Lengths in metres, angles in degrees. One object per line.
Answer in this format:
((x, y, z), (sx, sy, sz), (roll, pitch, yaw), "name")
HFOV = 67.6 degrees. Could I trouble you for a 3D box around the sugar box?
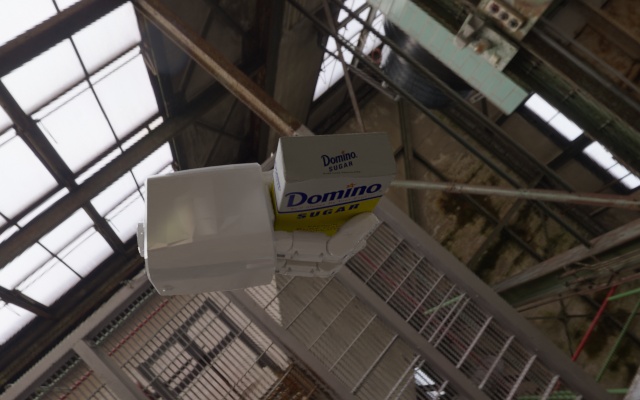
((0.000, 0.002, 0.449), (0.093, 0.048, 0.176), (-5, -22, -12), "sugar box")
